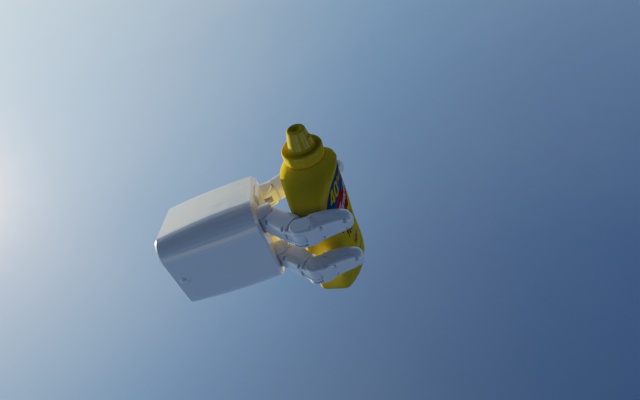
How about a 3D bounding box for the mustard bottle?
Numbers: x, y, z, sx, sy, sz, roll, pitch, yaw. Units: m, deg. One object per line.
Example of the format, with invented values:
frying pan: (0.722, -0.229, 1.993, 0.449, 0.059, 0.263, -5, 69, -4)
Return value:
mustard bottle: (0.000, 0.002, 0.506, 0.058, 0.192, 0.096, -4, 43, 18)
